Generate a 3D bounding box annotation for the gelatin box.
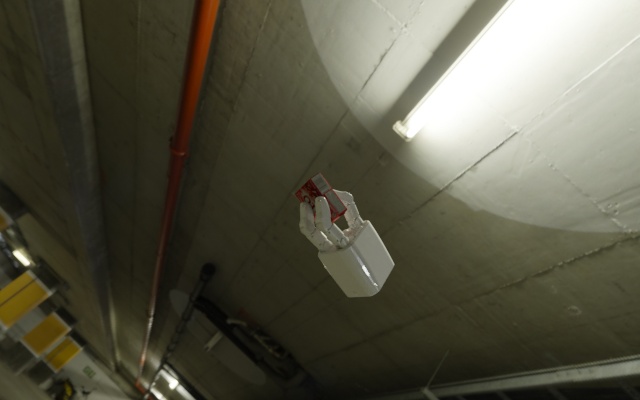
[{"bbox_3d":[0.000,0.002,0.892,0.030,0.089,0.073,-34,-4,-34],"label":"gelatin box"}]
